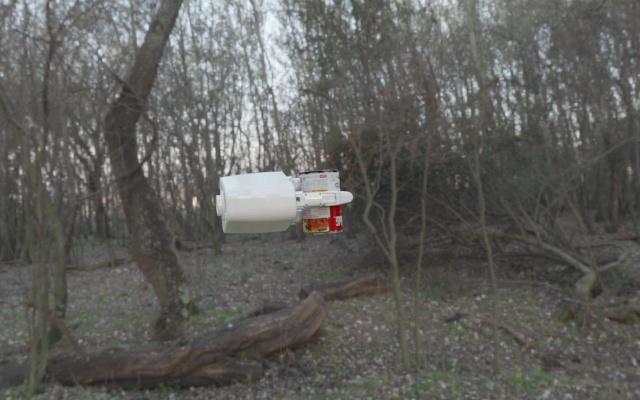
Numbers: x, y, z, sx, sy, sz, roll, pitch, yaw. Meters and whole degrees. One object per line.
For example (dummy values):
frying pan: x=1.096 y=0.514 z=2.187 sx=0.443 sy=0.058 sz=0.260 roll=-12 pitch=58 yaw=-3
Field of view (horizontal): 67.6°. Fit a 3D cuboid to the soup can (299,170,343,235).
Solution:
soup can: x=0.001 y=0.002 z=0.791 sx=0.068 sy=0.102 sz=0.068 roll=-4 pitch=1 yaw=0
